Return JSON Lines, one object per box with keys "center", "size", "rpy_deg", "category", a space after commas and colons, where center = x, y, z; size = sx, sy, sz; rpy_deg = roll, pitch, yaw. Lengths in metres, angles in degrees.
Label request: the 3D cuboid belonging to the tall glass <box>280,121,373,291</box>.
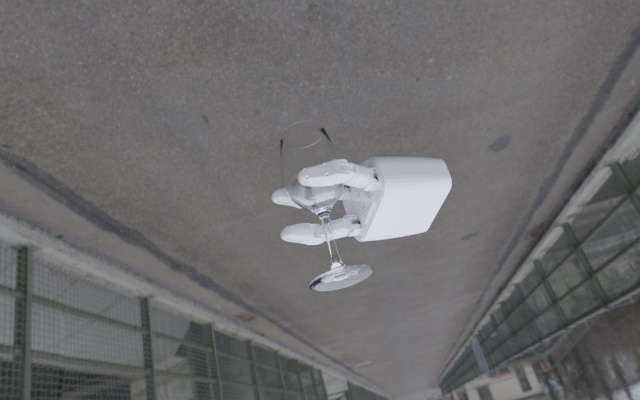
{"center": [0.000, 0.002, 0.577], "size": [0.079, 0.201, 0.079], "rpy_deg": [-13, -25, -6], "category": "tall glass"}
